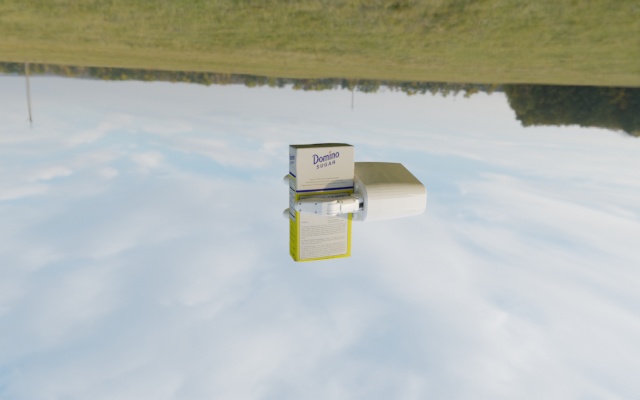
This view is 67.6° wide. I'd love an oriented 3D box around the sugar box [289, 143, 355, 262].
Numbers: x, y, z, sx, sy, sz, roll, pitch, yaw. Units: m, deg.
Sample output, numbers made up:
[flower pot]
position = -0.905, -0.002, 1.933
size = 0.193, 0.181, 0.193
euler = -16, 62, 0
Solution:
[sugar box]
position = 0.000, 0.002, 0.725
size = 0.093, 0.176, 0.048
euler = -4, 14, -19
